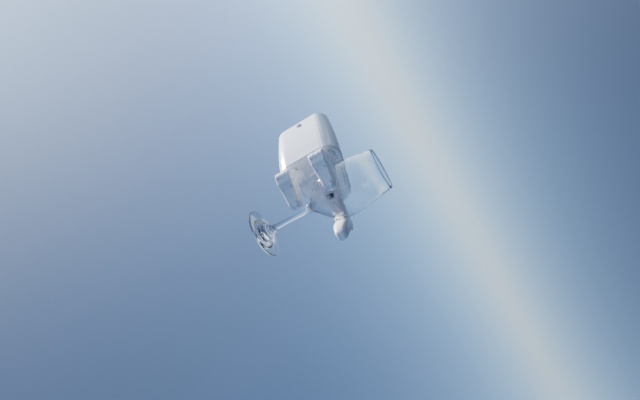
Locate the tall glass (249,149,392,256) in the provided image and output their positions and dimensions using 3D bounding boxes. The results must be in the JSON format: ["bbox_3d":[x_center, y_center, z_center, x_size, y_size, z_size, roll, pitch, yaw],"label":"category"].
[{"bbox_3d":[0.000,0.003,0.684,0.201,0.079,0.079,-29,-8,14],"label":"tall glass"}]
